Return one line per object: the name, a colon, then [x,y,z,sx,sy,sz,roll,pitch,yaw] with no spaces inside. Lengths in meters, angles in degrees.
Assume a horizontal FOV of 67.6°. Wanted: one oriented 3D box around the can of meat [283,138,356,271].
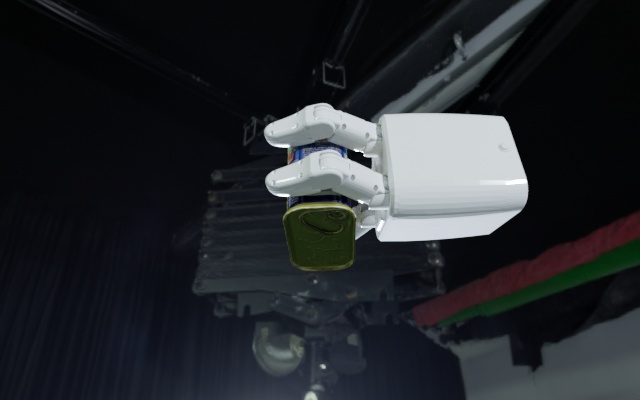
can of meat: [0.000,0.001,0.421,0.057,0.084,0.102,-3,-36,2]
